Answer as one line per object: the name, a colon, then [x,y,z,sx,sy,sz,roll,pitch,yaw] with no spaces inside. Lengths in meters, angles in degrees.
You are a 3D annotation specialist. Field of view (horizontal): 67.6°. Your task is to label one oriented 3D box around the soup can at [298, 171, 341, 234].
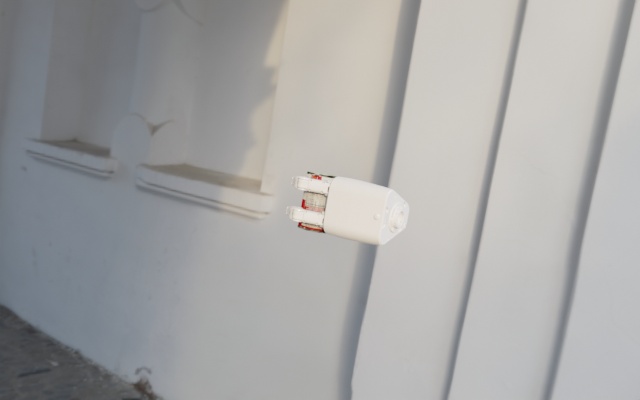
soup can: [0.000,0.002,0.856,0.068,0.102,0.068,9,5,-1]
